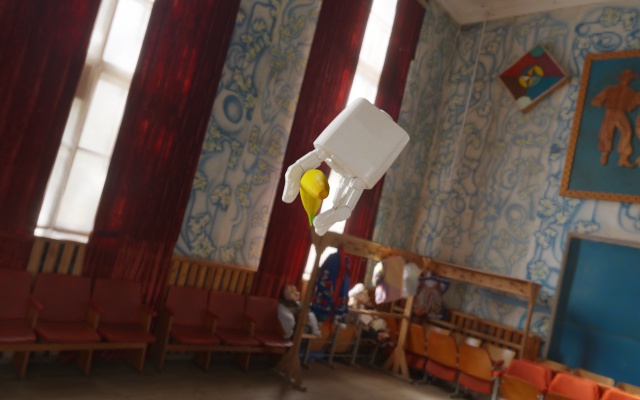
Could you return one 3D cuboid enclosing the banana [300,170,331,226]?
[{"bbox_3d":[-0.007,-0.014,0.739,0.037,0.069,0.198,-22,-12,-8],"label":"banana"}]
